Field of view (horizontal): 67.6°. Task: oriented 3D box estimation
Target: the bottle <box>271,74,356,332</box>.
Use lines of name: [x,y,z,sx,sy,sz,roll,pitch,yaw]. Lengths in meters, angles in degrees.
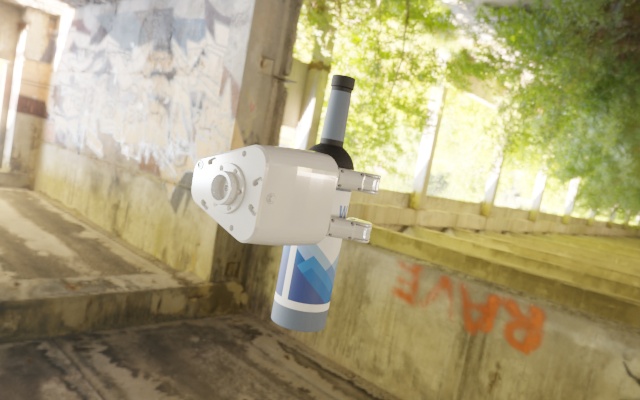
bottle: [0.000,0.002,0.563,0.069,0.296,0.069,11,5,-1]
